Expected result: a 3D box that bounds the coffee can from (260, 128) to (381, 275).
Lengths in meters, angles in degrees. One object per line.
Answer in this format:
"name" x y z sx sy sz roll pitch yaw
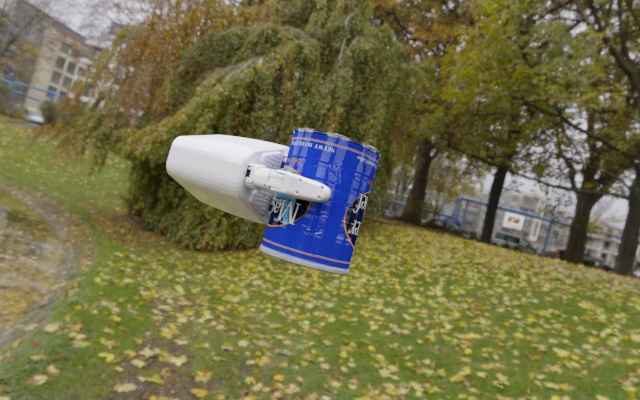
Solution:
"coffee can" 0.000 0.002 0.536 0.103 0.140 0.103 16 -2 1
